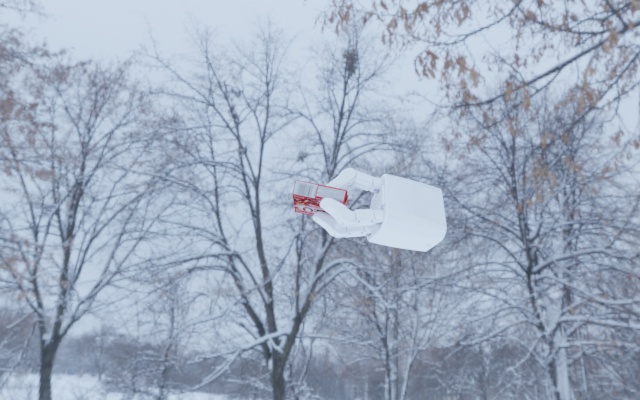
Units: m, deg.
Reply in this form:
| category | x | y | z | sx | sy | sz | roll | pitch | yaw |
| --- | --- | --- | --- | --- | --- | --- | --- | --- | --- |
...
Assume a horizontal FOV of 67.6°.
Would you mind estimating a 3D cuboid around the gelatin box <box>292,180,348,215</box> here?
| category | x | y | z | sx | sy | sz | roll | pitch | yaw |
| --- | --- | --- | --- | --- | --- | --- | --- | --- | --- |
| gelatin box | 0.000 | 0.002 | 0.797 | 0.089 | 0.030 | 0.073 | 12 | -24 | 6 |
